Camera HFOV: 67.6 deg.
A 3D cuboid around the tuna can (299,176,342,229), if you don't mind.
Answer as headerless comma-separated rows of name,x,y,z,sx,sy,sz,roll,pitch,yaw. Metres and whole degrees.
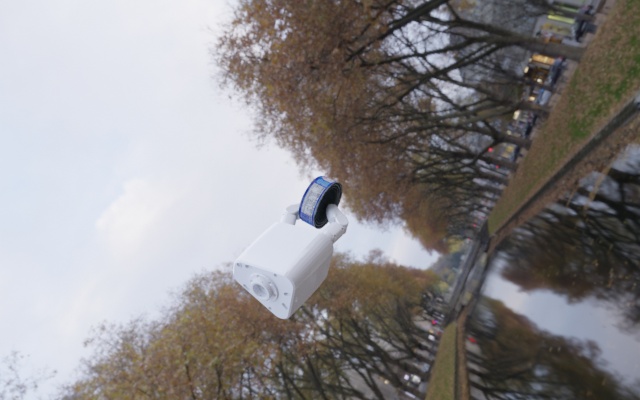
tuna can,0.000,0.002,0.799,0.033,0.086,0.086,26,10,22
